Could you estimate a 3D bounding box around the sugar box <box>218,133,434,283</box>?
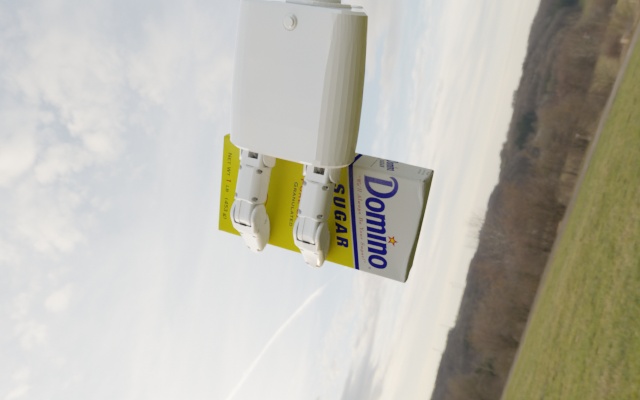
[{"bbox_3d":[0.000,0.001,0.413,0.176,0.093,0.048,14,22,18],"label":"sugar box"}]
